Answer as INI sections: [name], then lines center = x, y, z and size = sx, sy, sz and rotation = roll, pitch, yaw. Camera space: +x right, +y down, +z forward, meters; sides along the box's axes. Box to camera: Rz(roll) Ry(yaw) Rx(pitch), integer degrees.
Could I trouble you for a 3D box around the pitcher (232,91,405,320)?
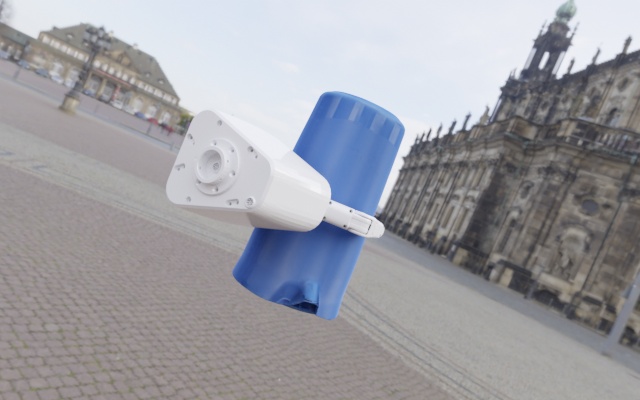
[pitcher]
center = 0.000, 0.002, 0.566
size = 0.149, 0.243, 0.145
rotation = 24, 2, 27
